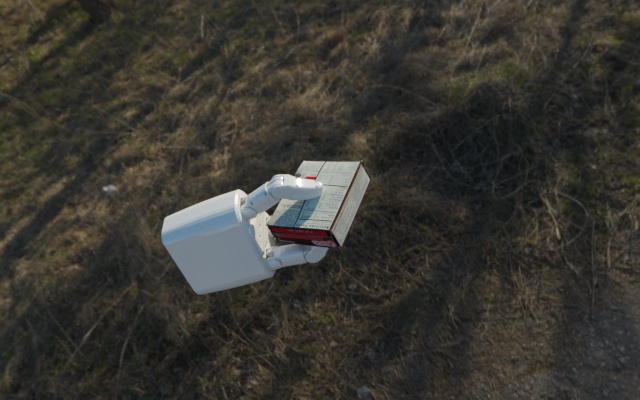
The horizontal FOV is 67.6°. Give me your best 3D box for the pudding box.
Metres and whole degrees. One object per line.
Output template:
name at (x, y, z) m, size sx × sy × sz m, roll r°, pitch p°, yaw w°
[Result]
pudding box at (0.000, 0.002, 0.576) m, size 0.090 × 0.113 × 0.039 m, roll 4°, pitch -37°, yaw 31°
